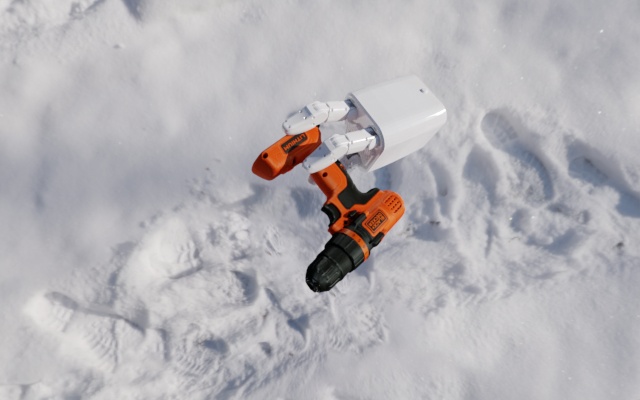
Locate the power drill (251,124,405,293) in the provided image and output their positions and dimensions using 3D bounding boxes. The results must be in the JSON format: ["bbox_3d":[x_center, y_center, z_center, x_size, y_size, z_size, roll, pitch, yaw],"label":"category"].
[{"bbox_3d":[0.000,0.002,0.617,0.184,0.187,0.057,-41,-2,-34],"label":"power drill"}]
